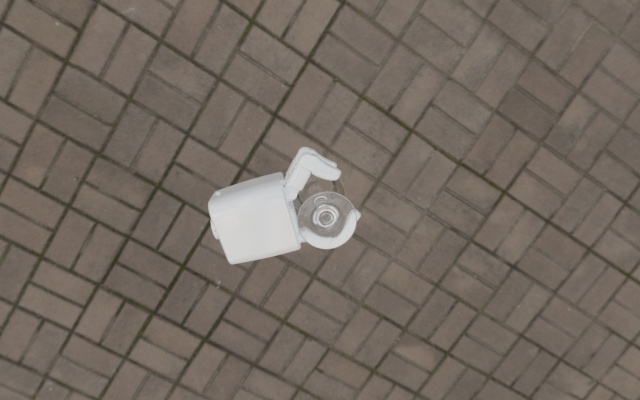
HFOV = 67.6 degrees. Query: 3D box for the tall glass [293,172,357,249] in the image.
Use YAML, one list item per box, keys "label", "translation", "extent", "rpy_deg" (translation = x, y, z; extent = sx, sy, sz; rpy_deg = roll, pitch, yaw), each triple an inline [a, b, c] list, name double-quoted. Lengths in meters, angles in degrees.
- label: "tall glass"
  translation: [0.000, 0.002, 0.684]
  extent: [0.079, 0.079, 0.201]
  rpy_deg: [0, 14, -4]
